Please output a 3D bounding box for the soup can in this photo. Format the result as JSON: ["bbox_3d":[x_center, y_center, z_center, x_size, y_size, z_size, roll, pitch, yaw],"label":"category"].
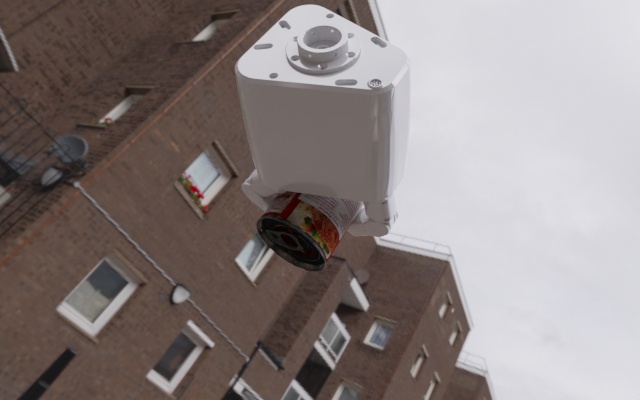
[{"bbox_3d":[0.000,0.002,0.421,0.068,0.102,0.069,26,-30,17],"label":"soup can"}]
